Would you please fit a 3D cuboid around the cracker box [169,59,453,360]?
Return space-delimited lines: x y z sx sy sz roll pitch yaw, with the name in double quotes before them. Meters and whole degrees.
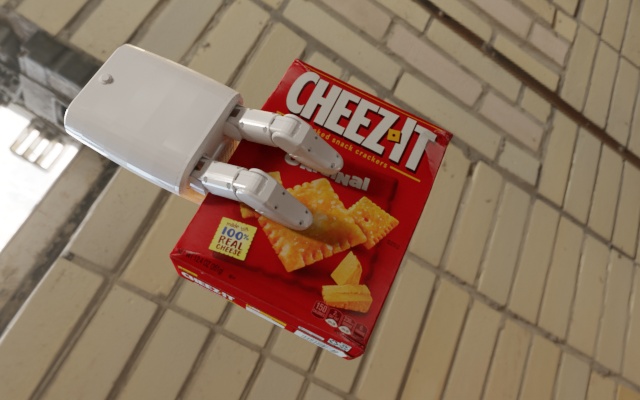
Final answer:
"cracker box" 0.000 0.002 0.414 0.164 0.213 0.072 27 -23 2
